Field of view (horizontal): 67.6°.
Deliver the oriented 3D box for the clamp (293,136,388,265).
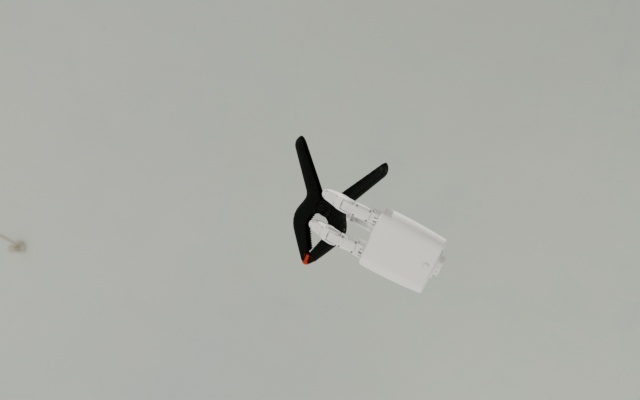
[{"bbox_3d":[0.000,0.003,0.797,0.164,0.210,0.036,27,12,19],"label":"clamp"}]
